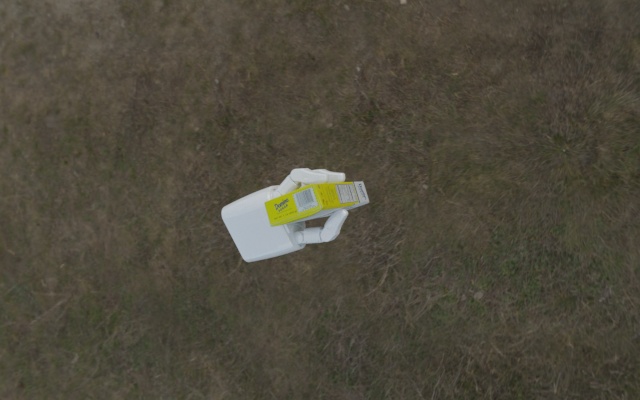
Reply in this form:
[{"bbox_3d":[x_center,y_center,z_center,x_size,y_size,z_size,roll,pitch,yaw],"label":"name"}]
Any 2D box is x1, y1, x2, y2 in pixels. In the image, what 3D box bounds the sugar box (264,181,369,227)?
[{"bbox_3d":[0.000,0.002,0.760,0.093,0.048,0.176,-19,-3,27],"label":"sugar box"}]
